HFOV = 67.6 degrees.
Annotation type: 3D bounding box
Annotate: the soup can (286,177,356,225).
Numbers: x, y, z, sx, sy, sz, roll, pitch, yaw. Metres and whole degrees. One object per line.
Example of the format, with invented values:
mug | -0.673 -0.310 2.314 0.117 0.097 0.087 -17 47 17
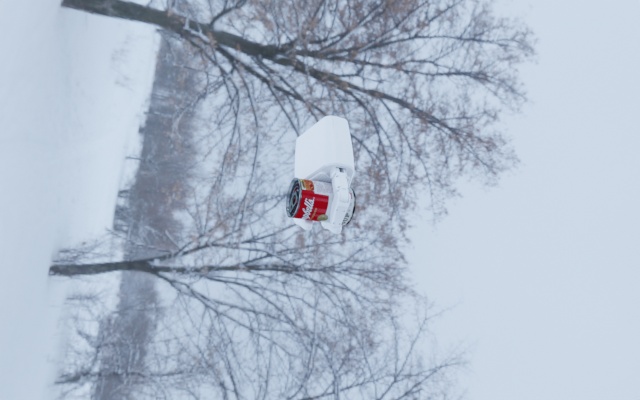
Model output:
soup can | 0.000 0.003 0.807 0.102 0.068 0.068 9 -3 -22
